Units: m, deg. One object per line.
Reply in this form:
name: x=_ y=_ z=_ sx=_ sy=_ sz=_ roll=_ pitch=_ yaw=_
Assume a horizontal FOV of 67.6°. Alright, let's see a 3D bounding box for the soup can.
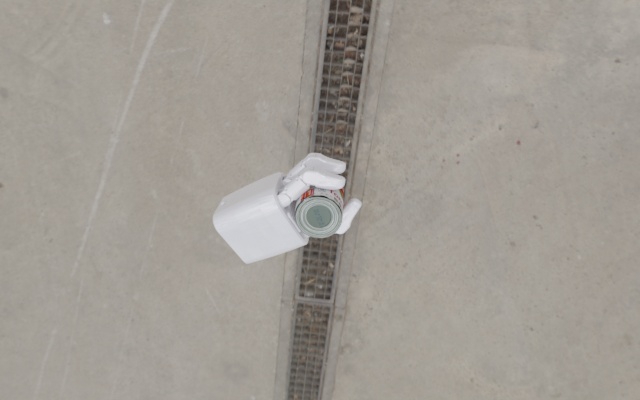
soup can: x=0.001 y=0.002 z=0.699 sx=0.068 sy=0.068 sz=0.102 roll=0 pitch=25 yaw=4
